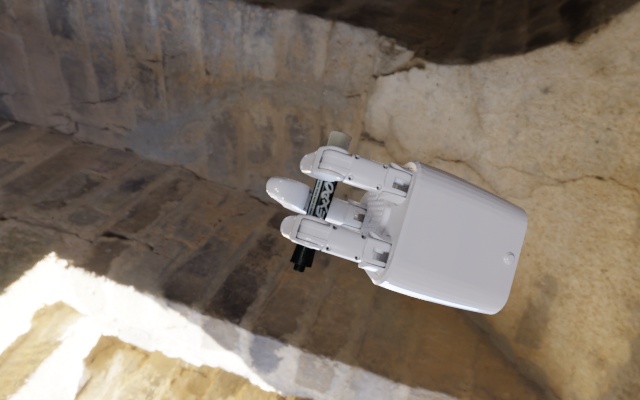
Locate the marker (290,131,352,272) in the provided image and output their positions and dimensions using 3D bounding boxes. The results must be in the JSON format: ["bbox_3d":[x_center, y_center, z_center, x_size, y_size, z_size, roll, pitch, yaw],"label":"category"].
[{"bbox_3d":[0.000,0.001,0.401,0.020,0.121,0.020,17,-5,2],"label":"marker"}]
